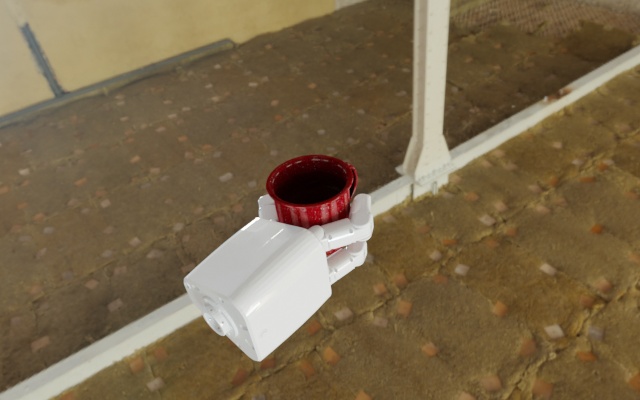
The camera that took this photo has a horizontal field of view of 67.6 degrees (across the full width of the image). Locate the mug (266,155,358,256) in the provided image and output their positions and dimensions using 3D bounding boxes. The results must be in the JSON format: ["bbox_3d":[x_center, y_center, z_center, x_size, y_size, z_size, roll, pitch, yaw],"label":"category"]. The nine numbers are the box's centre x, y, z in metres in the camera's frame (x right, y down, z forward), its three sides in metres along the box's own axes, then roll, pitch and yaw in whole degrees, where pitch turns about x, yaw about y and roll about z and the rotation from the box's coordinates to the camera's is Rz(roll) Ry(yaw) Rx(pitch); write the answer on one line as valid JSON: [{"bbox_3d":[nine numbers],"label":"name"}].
[{"bbox_3d":[0.001,0.001,0.538,0.093,0.082,0.117,25,49,34],"label":"mug"}]
